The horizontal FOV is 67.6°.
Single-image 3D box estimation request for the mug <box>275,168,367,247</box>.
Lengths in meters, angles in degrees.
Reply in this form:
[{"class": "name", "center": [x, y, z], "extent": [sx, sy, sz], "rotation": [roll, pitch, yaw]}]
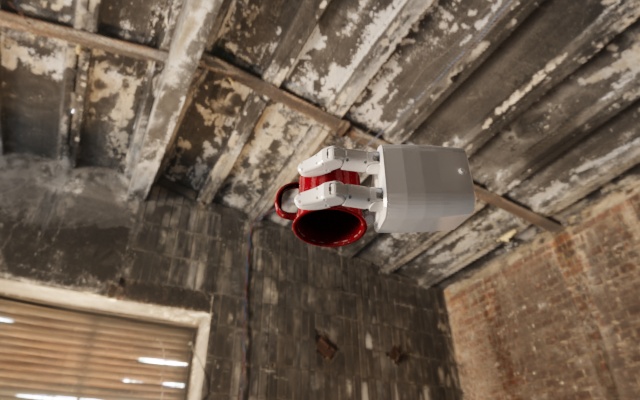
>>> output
[{"class": "mug", "center": [-0.001, 0.002, 0.616], "extent": [0.117, 0.081, 0.093], "rotation": [1, -35, -1]}]
